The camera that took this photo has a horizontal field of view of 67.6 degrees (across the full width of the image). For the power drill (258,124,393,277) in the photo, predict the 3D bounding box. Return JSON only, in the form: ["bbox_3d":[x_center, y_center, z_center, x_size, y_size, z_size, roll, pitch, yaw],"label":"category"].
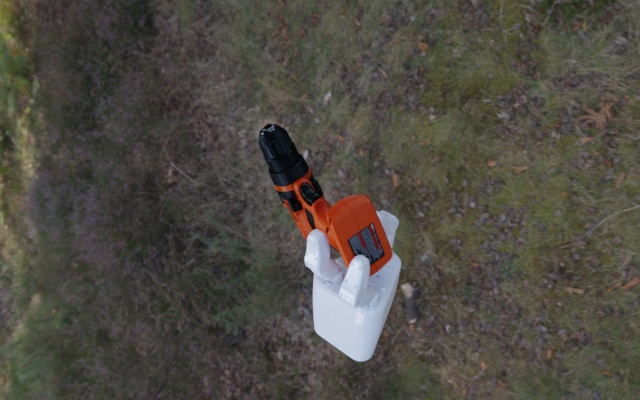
[{"bbox_3d":[0.000,0.002,0.580,0.057,0.184,0.187,-35,33,-12],"label":"power drill"}]
